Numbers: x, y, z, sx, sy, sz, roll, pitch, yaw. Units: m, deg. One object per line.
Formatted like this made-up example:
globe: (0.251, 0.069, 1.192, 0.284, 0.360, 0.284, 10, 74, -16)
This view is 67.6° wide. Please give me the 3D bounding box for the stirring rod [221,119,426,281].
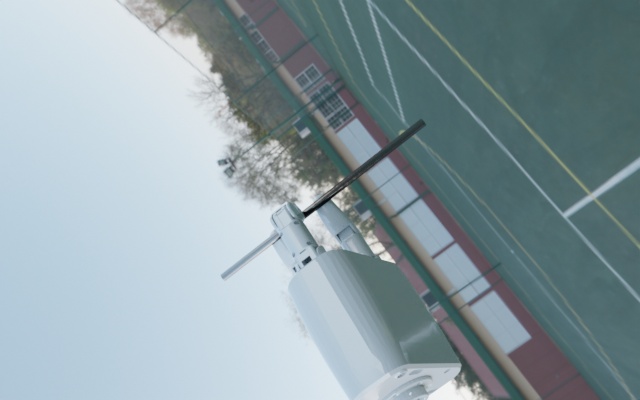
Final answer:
stirring rod: (0.000, 0.001, 0.450, 0.239, 0.011, 0.011, -38, -5, 6)
